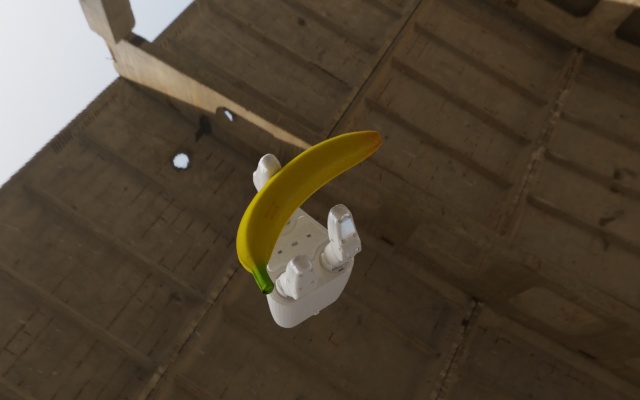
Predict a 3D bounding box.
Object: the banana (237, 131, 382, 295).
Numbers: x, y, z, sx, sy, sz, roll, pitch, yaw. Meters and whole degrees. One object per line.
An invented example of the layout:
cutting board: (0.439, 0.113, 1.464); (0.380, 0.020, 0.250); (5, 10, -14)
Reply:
banana: (-0.018, -0.005, 0.436); (0.069, 0.197, 0.037); (28, -29, 16)
